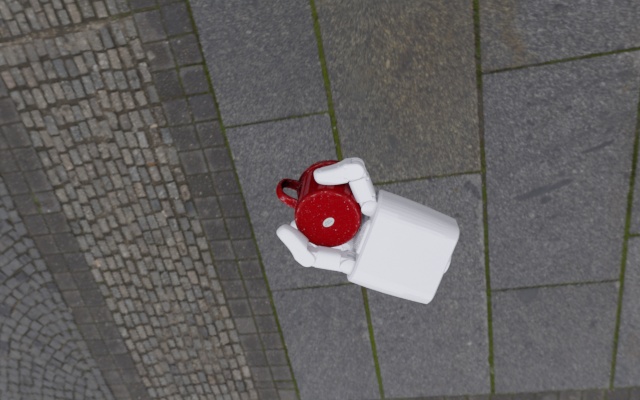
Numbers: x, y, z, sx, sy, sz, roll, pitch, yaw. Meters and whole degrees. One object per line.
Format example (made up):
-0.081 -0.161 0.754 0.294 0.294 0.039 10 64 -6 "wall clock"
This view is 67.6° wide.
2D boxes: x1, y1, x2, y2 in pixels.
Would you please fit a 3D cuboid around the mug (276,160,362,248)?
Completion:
-0.001 0.001 0.605 0.117 0.093 0.081 21 26 -6 "mug"
